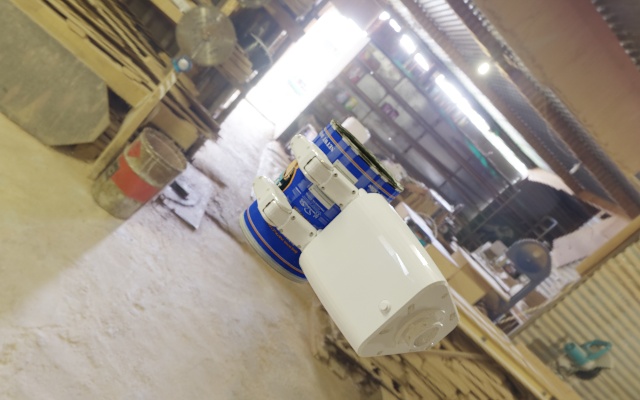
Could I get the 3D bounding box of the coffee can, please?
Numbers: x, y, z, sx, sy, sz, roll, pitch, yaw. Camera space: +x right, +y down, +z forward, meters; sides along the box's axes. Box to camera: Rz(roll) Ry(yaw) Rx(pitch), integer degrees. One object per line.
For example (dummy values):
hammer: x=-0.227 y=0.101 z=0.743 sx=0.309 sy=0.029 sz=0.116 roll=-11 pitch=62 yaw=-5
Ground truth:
coffee can: x=0.000 y=0.002 z=0.496 sx=0.140 sy=0.103 sz=0.103 roll=-45 pitch=-12 yaw=12
